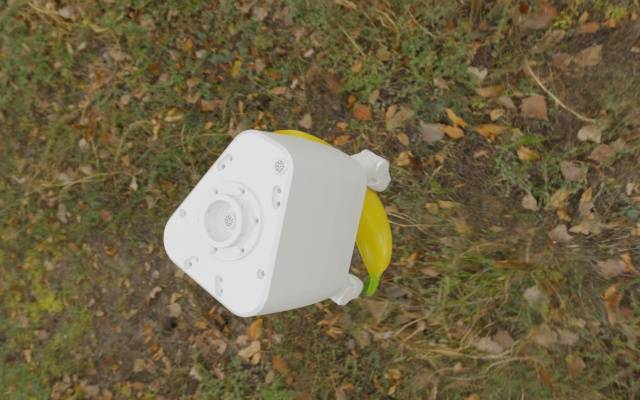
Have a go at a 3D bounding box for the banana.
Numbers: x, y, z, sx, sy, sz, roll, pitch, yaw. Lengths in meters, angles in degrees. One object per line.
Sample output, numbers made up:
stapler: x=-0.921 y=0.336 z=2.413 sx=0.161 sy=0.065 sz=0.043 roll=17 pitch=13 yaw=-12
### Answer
banana: x=0.015 y=-0.007 z=0.468 sx=0.070 sy=0.197 sz=0.037 roll=-39 pitch=-18 yaw=24
